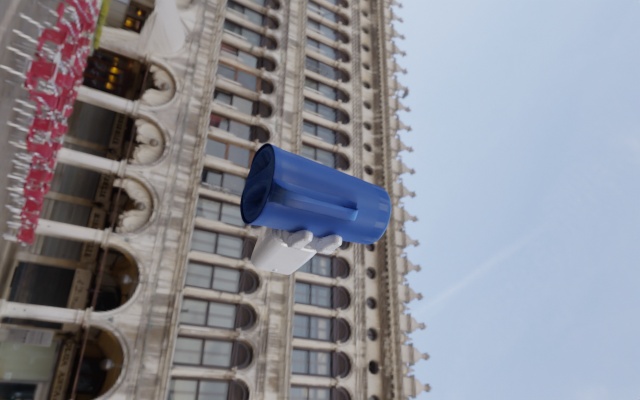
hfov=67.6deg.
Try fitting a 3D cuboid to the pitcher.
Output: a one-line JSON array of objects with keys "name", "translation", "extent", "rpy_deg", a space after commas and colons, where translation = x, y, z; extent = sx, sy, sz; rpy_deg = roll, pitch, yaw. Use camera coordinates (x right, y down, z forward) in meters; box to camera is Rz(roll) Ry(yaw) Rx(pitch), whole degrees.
[{"name": "pitcher", "translation": [0.000, 0.003, 0.801], "extent": [0.243, 0.149, 0.145], "rpy_deg": [15, -42, -26]}]
